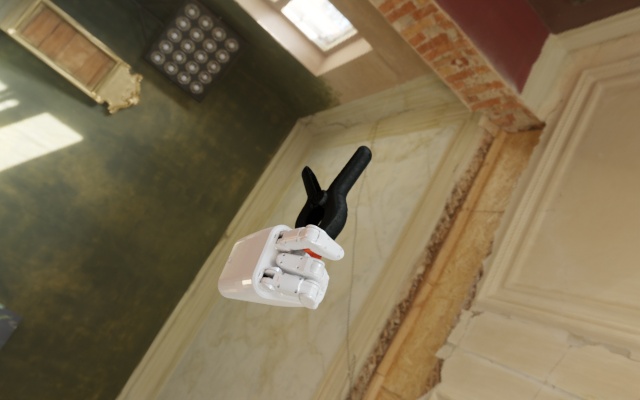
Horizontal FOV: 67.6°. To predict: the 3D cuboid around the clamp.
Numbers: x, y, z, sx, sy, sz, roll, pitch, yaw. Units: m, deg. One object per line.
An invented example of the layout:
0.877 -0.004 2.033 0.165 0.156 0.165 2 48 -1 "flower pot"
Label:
0.001 0.003 0.655 0.039 0.171 0.120 41 -34 -28 "clamp"
